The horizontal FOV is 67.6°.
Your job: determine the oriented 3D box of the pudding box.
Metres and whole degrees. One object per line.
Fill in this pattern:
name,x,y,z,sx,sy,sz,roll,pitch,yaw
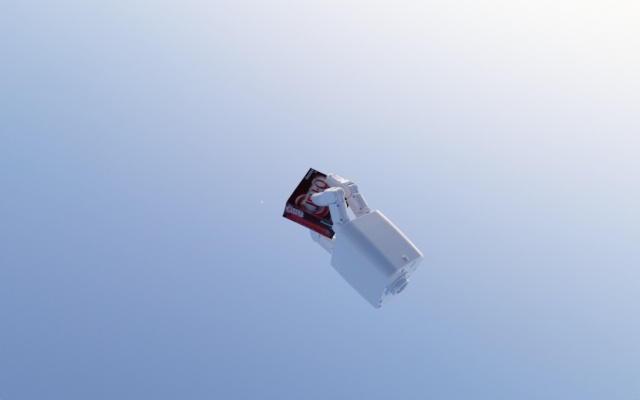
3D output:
pudding box,0.000,0.003,0.784,0.090,0.039,0.113,25,37,5
